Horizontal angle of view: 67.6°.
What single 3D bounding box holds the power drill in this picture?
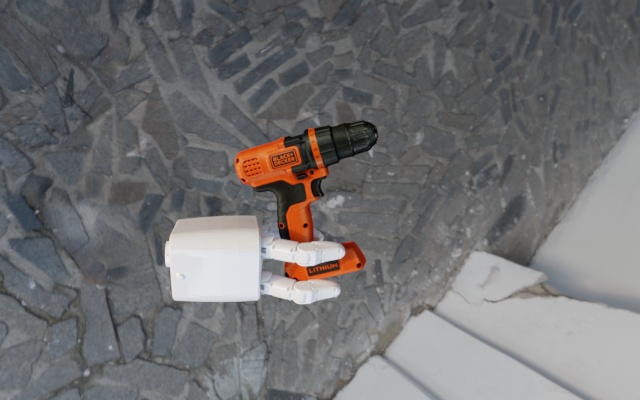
[{"bbox_3d":[0.000,0.003,0.613,0.184,0.188,0.057,-14,8,9],"label":"power drill"}]
